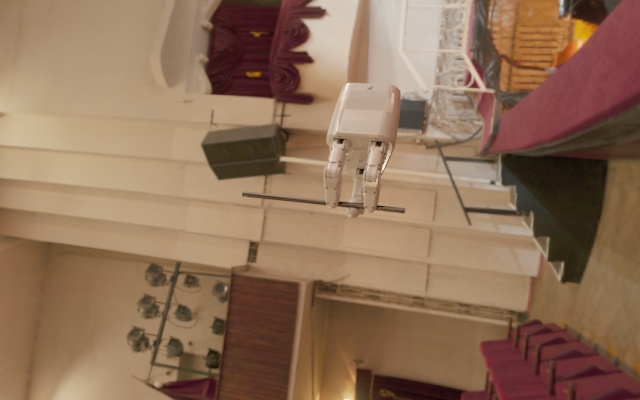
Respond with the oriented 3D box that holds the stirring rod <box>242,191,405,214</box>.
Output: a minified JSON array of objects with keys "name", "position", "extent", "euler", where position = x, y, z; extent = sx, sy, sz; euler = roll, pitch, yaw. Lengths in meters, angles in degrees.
[{"name":"stirring rod","position":[0.000,0.002,0.685],"extent":[0.239,0.011,0.011],"euler":[6,1,14]}]
